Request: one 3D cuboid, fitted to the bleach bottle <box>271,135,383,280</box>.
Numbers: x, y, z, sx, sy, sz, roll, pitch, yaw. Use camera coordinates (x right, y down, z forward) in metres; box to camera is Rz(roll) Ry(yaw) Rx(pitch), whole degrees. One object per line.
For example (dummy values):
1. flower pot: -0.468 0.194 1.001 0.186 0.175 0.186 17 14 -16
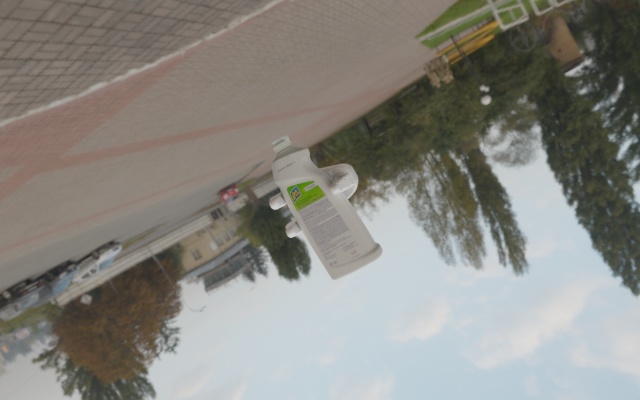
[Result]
1. bleach bottle: 0.000 0.003 0.798 0.102 0.251 0.068 -29 4 12
